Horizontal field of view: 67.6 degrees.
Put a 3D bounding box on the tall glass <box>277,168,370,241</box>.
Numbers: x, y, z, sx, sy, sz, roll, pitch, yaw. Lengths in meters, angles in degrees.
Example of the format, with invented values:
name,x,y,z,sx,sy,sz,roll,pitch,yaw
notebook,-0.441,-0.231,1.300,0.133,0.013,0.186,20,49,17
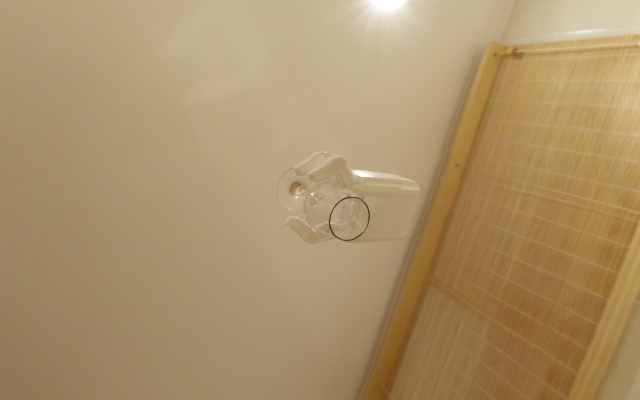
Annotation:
name,x,y,z,sx,sy,sz,roll,pitch,yaw
tall glass,0.000,0.002,0.724,0.079,0.079,0.201,0,13,-24
